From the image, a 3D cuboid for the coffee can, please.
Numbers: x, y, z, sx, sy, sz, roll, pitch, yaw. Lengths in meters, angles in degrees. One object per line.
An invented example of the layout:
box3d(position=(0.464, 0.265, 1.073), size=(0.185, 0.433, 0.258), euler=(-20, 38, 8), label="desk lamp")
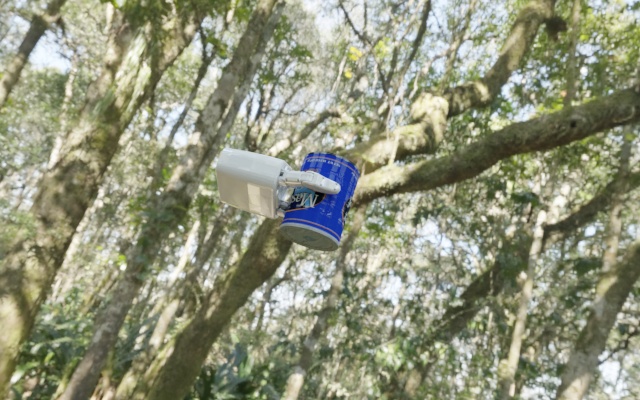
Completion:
box3d(position=(0.000, 0.003, 0.811), size=(0.103, 0.140, 0.103), euler=(16, -21, 6), label="coffee can")
